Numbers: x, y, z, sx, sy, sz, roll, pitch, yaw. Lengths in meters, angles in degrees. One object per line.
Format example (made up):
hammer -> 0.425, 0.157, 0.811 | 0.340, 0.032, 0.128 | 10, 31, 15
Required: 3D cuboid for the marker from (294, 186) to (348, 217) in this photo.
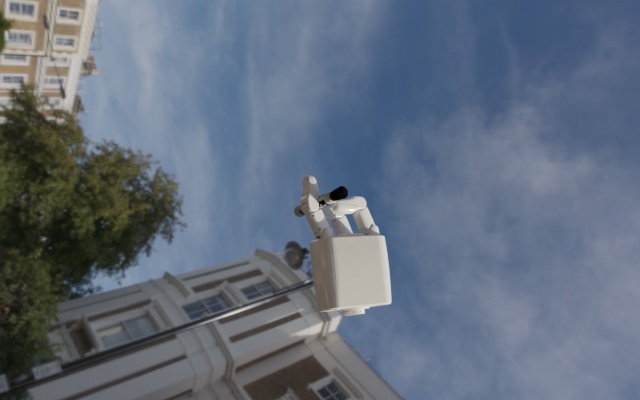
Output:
marker -> 0.000, 0.002, 0.729 | 0.020, 0.020, 0.121 | 0, -15, -38
